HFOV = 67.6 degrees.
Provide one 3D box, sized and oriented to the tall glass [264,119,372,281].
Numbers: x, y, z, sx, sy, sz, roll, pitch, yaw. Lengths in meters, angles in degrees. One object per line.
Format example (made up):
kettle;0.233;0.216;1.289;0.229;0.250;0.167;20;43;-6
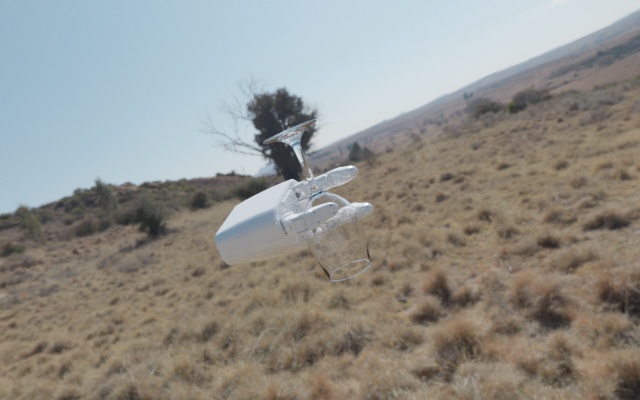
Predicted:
tall glass;0.000;0.001;0.621;0.079;0.201;0.079;-23;5;2
